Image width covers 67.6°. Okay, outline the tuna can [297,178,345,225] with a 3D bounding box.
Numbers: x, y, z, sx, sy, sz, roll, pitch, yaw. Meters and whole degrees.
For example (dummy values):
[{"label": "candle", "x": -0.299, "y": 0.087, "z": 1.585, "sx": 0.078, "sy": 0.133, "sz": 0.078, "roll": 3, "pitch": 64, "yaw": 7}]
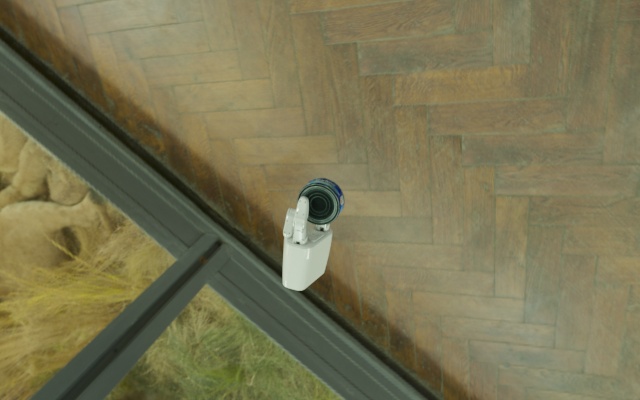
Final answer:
[{"label": "tuna can", "x": 0.000, "y": 0.003, "z": 0.898, "sx": 0.086, "sy": 0.086, "sz": 0.033, "roll": 0, "pitch": 20, "yaw": 18}]
